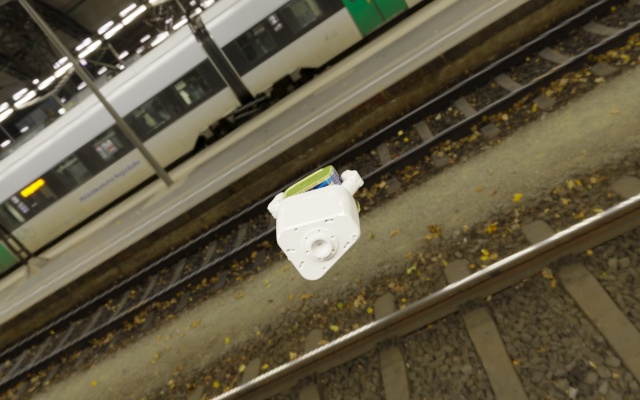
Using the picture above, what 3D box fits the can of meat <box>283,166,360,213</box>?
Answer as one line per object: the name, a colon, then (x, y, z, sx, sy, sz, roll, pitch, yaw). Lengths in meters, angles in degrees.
can of meat: (0.000, 0.002, 0.788, 0.102, 0.084, 0.057, -30, 20, 13)
